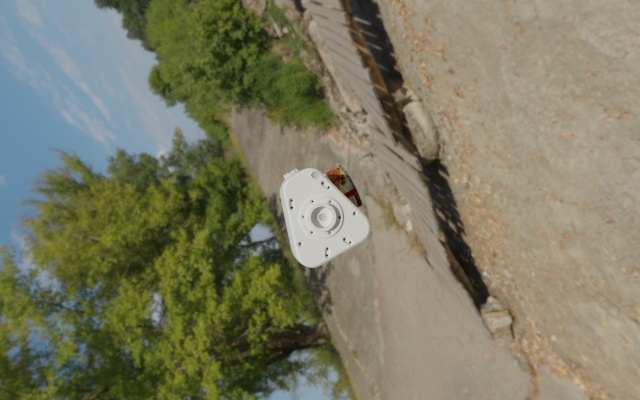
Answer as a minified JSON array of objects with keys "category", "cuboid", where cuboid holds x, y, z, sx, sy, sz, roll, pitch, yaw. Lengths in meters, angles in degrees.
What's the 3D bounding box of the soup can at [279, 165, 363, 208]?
[{"category":"soup can","cuboid":[0.000,0.002,0.691,0.102,0.068,0.068,-29,2,-4]}]
